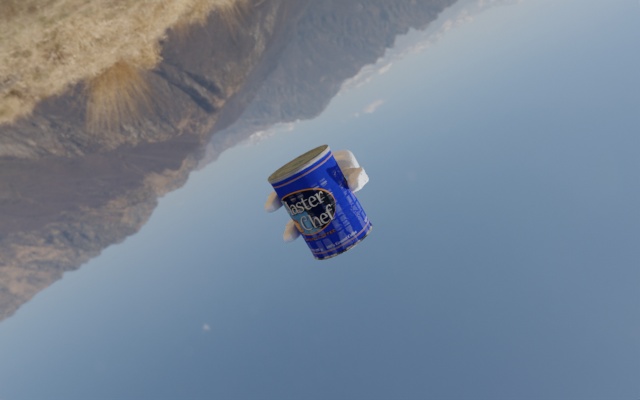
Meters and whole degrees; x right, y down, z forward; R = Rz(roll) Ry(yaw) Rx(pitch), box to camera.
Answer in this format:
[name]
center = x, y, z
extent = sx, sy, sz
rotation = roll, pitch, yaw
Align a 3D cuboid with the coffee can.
[coffee can]
center = 0.000, 0.002, 0.713
extent = 0.103, 0.140, 0.102
rotation = -28, 13, 7
